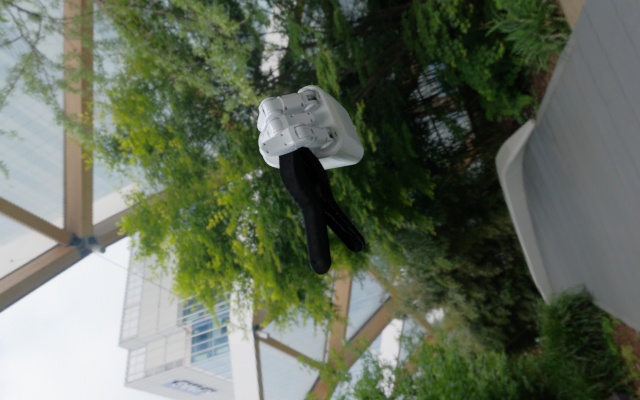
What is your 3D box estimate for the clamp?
[{"bbox_3d":[-0.001,0.002,0.583,0.039,0.171,0.120,-23,-11,23],"label":"clamp"}]
